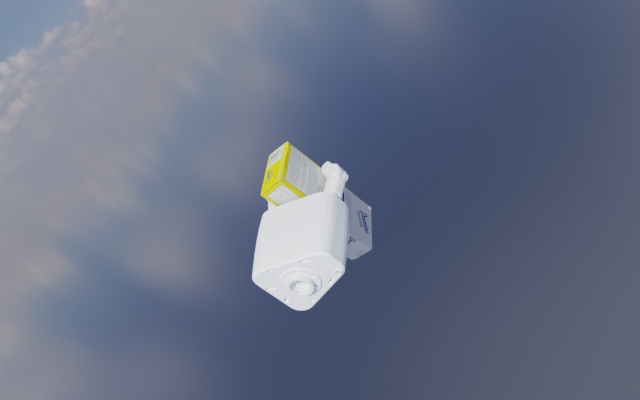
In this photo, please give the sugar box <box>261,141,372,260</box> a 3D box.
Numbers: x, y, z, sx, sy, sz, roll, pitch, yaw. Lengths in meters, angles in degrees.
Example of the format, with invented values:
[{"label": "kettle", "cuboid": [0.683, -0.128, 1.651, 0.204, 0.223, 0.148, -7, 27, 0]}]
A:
[{"label": "sugar box", "cuboid": [0.000, 0.003, 0.680, 0.048, 0.093, 0.176, -34, -59, 29]}]
